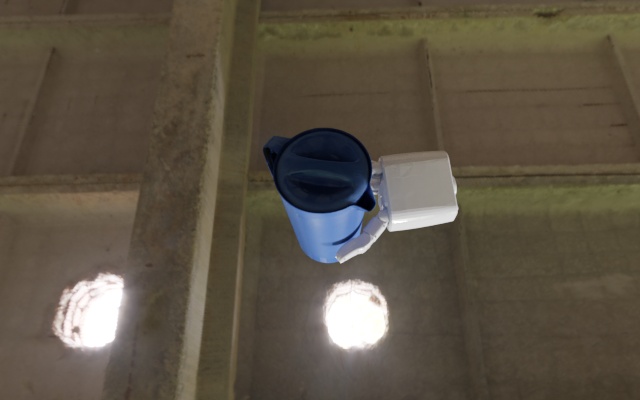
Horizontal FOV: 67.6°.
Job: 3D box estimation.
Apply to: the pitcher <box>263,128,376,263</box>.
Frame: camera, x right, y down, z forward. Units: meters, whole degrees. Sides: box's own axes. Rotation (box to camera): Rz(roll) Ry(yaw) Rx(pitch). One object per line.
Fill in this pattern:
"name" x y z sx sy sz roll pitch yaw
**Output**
"pitcher" 0.000 0.002 0.740 0.145 0.149 0.243 -9 -27 -2
